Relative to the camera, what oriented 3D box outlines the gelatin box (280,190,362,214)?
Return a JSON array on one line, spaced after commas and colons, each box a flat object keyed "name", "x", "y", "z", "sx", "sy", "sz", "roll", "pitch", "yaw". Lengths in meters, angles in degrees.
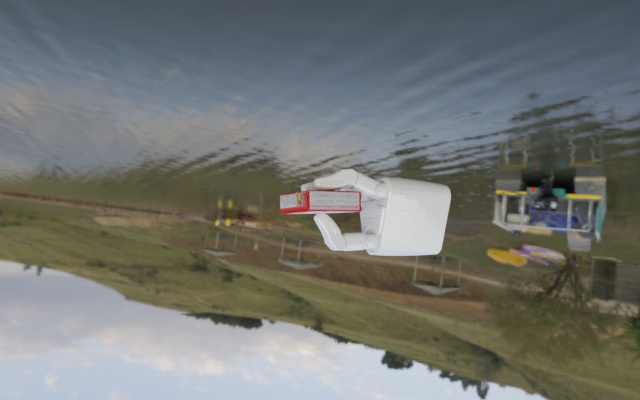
[{"name": "gelatin box", "x": 0.000, "y": 0.003, "z": 0.648, "sx": 0.089, "sy": 0.030, "sz": 0.073, "roll": 0, "pitch": -3, "yaw": -34}]
